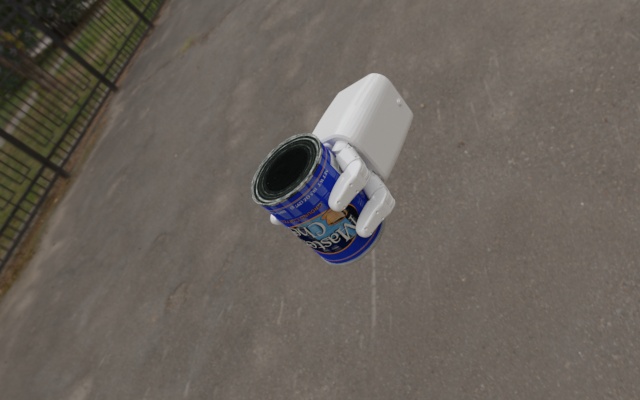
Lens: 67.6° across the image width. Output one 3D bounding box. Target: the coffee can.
[{"bbox_3d":[0.000,0.002,0.582,0.103,0.102,0.140,0,-34,45],"label":"coffee can"}]
